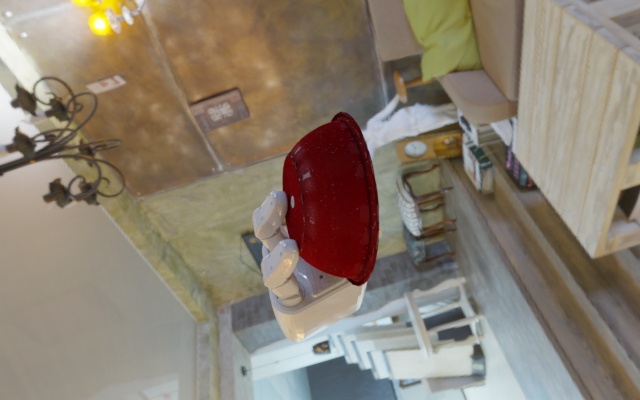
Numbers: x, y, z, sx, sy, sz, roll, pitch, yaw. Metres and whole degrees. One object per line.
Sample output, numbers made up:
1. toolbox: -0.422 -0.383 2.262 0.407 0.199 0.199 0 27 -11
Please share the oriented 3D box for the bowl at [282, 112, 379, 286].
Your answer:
1. bowl: 0.000 0.000 0.440 0.055 0.162 0.162 -5 1 -14
